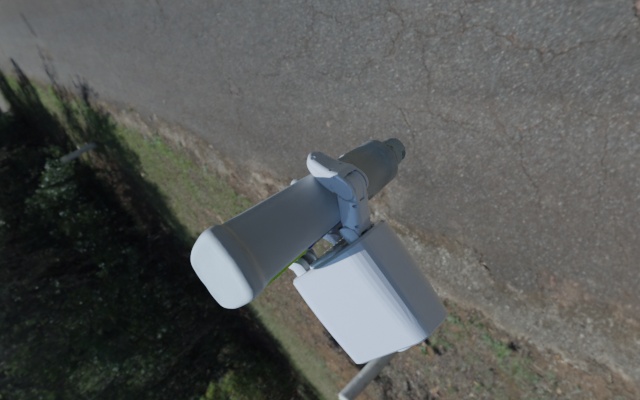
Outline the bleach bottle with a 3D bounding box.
[{"bbox_3d":[0.000,0.002,0.461,0.250,0.068,0.102,-35,-2,-31],"label":"bleach bottle"}]
